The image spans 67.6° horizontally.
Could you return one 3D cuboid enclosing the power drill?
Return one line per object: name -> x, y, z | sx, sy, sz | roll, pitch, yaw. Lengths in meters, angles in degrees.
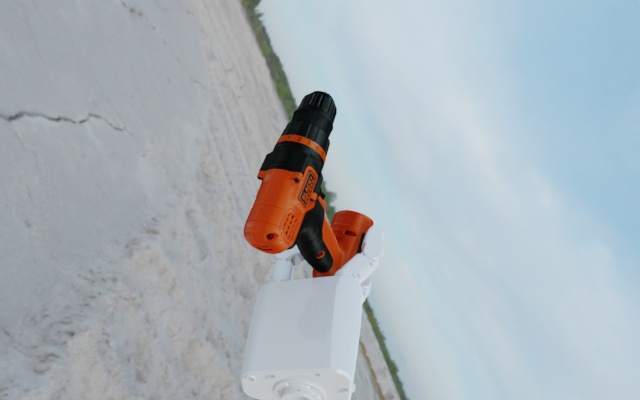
power drill -> 0.000, 0.002, 0.521 | 0.057, 0.184, 0.188 | 5, -30, 31
